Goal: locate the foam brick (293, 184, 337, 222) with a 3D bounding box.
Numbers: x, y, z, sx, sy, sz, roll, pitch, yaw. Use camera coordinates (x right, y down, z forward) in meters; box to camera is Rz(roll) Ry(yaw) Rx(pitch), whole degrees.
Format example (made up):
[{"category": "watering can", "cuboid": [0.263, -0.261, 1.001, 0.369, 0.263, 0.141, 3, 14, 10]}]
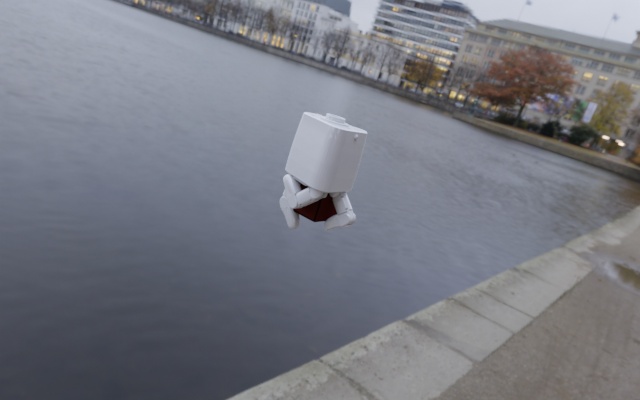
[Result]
[{"category": "foam brick", "cuboid": [0.000, 0.003, 0.837, 0.053, 0.051, 0.078, 26, 17, 32]}]
